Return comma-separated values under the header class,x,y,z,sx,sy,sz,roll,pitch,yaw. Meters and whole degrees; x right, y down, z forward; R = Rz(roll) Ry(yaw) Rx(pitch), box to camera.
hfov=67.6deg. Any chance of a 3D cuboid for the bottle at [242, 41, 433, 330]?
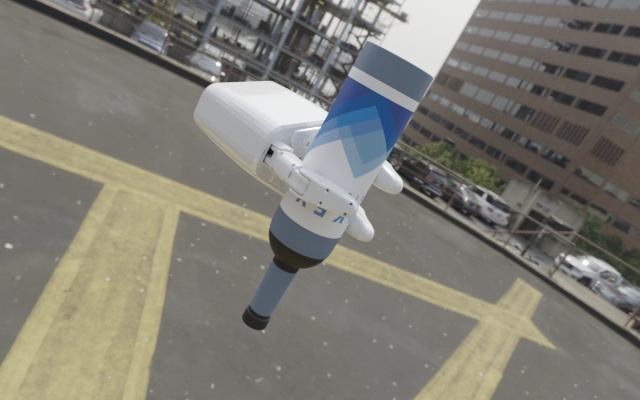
class,x,y,z,sx,sy,sz,roll,pitch,yaw
bottle,0.000,0.001,0.453,0.069,0.296,0.069,27,16,-8
